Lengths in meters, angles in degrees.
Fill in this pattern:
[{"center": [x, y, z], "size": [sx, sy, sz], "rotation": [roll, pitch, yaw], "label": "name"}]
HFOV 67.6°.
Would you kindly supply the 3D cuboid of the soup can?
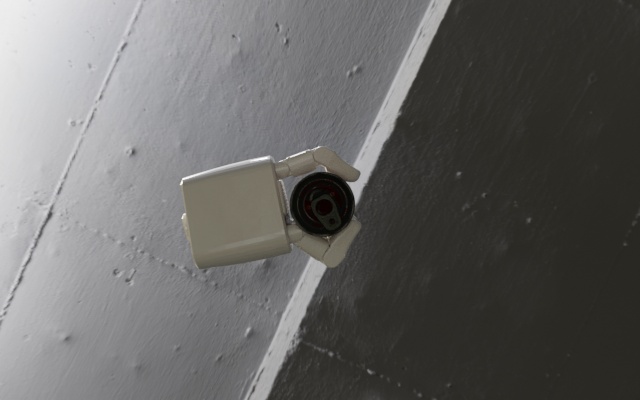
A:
[{"center": [0.001, 0.002, 0.541], "size": [0.068, 0.068, 0.102], "rotation": [0, 3, -2], "label": "soup can"}]
